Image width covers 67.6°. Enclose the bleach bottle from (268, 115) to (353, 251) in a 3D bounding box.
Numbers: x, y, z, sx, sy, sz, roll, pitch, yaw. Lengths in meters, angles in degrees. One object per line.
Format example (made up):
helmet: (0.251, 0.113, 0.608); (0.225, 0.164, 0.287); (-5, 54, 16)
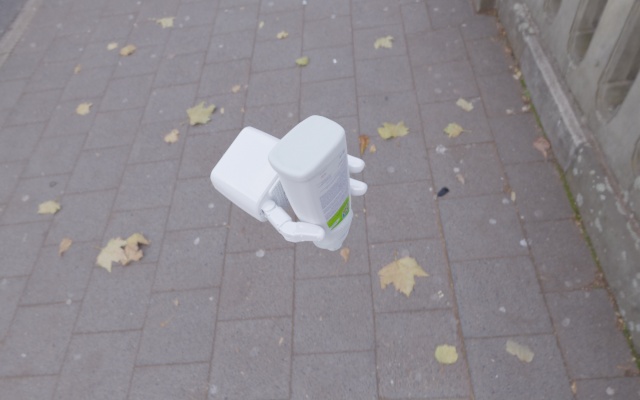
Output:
bleach bottle: (0.000, 0.002, 0.680); (0.068, 0.102, 0.251); (31, -26, 27)
